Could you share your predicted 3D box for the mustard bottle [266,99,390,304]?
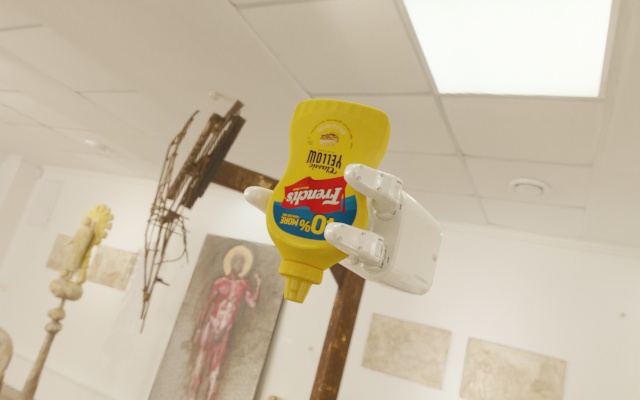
[{"bbox_3d":[0.000,0.001,0.453,0.096,0.191,0.058,12,-14,15],"label":"mustard bottle"}]
